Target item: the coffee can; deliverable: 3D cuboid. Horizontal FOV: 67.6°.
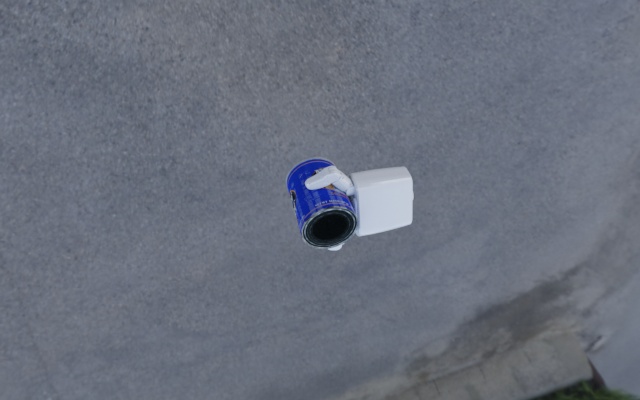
[{"bbox_3d":[0.000,0.003,0.869,0.103,0.103,0.140,0,42,-19],"label":"coffee can"}]
